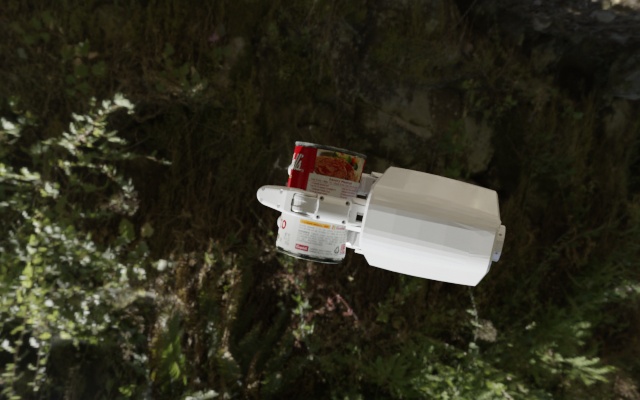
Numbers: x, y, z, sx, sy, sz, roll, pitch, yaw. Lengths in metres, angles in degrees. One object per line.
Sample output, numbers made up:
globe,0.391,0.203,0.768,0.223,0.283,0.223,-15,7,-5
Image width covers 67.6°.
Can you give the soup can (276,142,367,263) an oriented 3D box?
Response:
soup can,0.000,0.002,0.450,0.068,0.102,0.068,12,3,-1
